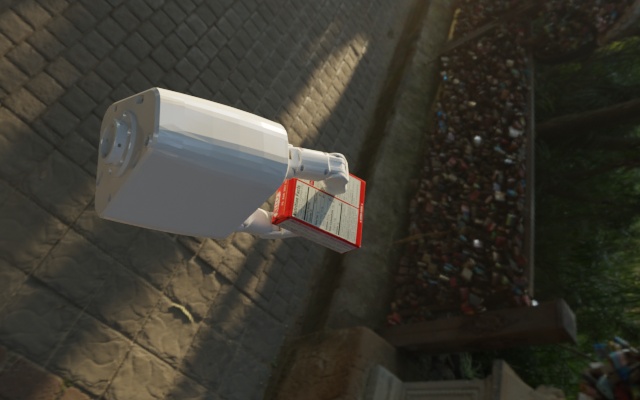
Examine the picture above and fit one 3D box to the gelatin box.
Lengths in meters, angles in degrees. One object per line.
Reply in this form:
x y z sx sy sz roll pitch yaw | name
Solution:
0.001 0.001 0.453 0.089 0.073 0.030 25 -32 -32 | gelatin box
